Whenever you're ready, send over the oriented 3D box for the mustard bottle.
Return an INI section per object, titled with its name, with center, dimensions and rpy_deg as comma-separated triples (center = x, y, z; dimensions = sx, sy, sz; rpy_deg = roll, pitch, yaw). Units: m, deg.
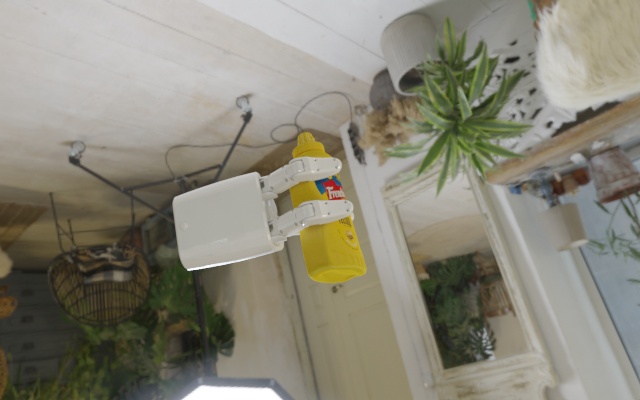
[mustard bottle]
center = 0.000, 0.002, 0.588
dimensions = 0.058, 0.191, 0.096
rpy_deg = -25, -24, 25
